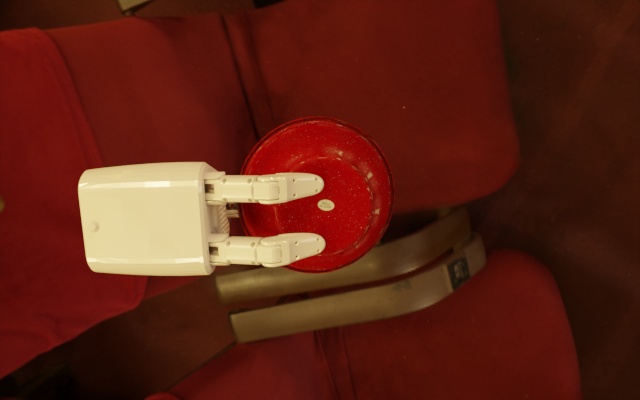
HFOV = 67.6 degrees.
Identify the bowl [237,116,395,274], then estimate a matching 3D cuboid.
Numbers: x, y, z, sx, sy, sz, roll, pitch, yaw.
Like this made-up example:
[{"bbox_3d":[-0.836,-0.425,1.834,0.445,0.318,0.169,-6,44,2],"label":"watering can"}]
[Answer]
[{"bbox_3d":[0.001,0.001,0.459,0.162,0.162,0.055,0,11,-8],"label":"bowl"}]
